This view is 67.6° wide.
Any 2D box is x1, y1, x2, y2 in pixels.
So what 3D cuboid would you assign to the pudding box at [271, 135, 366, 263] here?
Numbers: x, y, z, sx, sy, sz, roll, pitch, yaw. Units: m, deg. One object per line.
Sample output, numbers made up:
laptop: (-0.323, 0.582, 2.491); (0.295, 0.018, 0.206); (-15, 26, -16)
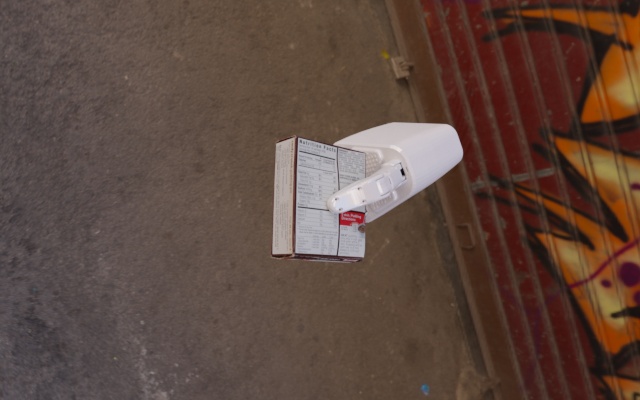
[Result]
pudding box: (0.000, 0.001, 0.457); (0.090, 0.113, 0.039); (9, -13, -37)
